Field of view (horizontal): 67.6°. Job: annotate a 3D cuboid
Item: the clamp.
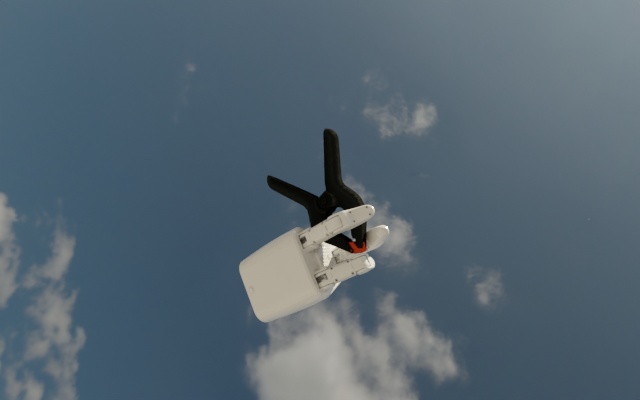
[{"bbox_3d":[0.001,0.002,0.646,0.120,0.171,0.039,-30,-16,25],"label":"clamp"}]
